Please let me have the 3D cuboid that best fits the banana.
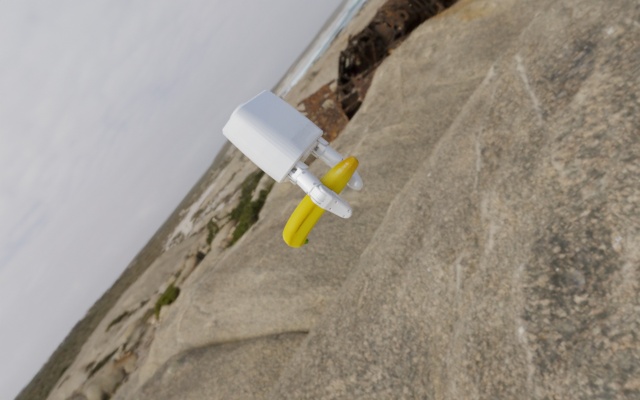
[{"bbox_3d":[-0.011,0.013,0.689,0.069,0.037,0.198,-42,-10,-47],"label":"banana"}]
